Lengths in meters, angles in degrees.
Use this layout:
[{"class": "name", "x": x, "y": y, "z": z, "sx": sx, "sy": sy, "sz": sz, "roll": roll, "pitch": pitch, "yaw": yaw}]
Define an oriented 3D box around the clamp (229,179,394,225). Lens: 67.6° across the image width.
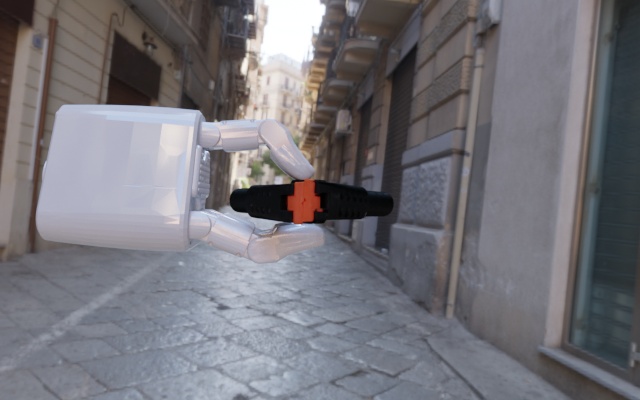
[{"class": "clamp", "x": 0.000, "y": 0.000, "z": 0.400, "sx": 0.164, "sy": 0.036, "sz": 0.210, "roll": 0, "pitch": 0, "yaw": -6}]
